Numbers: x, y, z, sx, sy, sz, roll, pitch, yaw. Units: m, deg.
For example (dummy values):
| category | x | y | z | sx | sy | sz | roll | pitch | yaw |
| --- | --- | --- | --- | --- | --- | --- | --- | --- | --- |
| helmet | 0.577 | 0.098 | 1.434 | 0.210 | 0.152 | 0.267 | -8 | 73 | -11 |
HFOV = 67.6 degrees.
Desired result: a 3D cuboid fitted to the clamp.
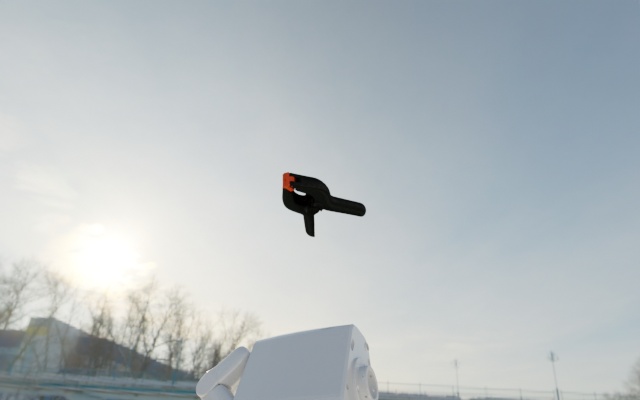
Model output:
| category | x | y | z | sx | sy | sz | roll | pitch | yaw |
| --- | --- | --- | --- | --- | --- | --- | --- | --- | --- |
| clamp | 0.000 | 0.002 | 0.802 | 0.120 | 0.039 | 0.171 | -24 | -36 | 12 |
